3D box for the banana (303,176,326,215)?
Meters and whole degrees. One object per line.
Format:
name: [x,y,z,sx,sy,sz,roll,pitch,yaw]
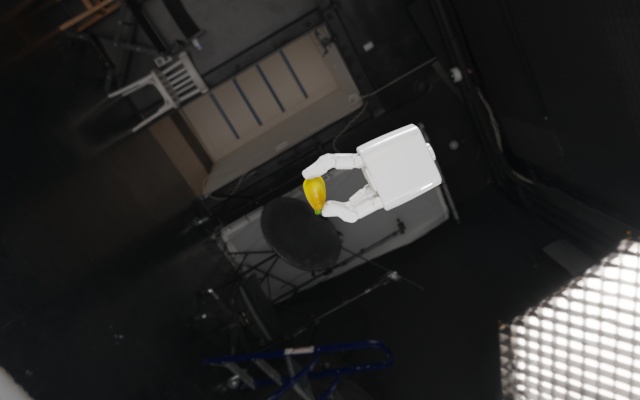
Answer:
banana: [-0.006,-0.014,0.844,0.037,0.069,0.198,-21,-4,1]
